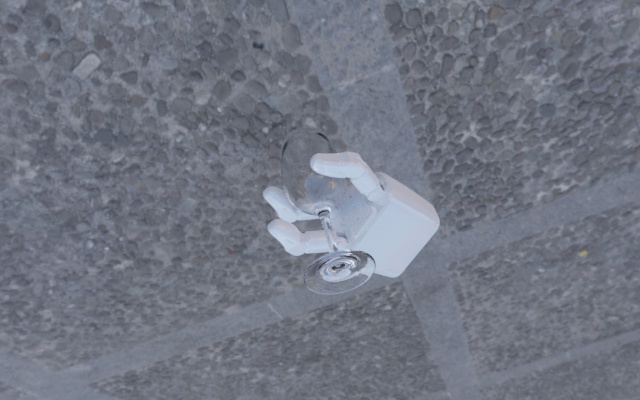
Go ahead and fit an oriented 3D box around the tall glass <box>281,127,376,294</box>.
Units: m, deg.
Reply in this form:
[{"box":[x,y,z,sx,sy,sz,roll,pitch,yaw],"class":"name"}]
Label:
[{"box":[0.000,0.002,0.543,0.079,0.200,0.079,-9,-42,-8],"class":"tall glass"}]
